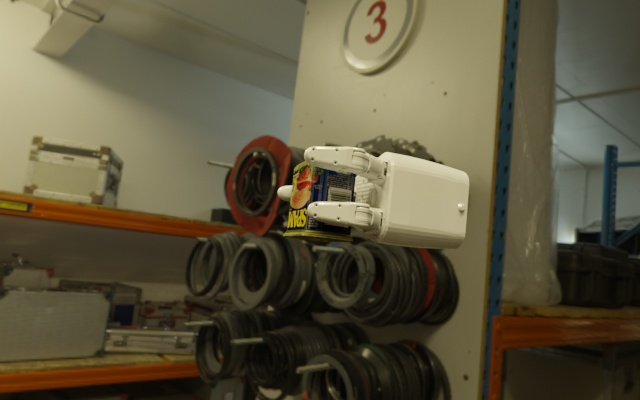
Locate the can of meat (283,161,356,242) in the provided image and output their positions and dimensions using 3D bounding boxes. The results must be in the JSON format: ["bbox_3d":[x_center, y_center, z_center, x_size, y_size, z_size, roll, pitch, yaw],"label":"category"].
[{"bbox_3d":[0.000,0.001,0.530,0.057,0.084,0.102,9,-7,-18],"label":"can of meat"}]
